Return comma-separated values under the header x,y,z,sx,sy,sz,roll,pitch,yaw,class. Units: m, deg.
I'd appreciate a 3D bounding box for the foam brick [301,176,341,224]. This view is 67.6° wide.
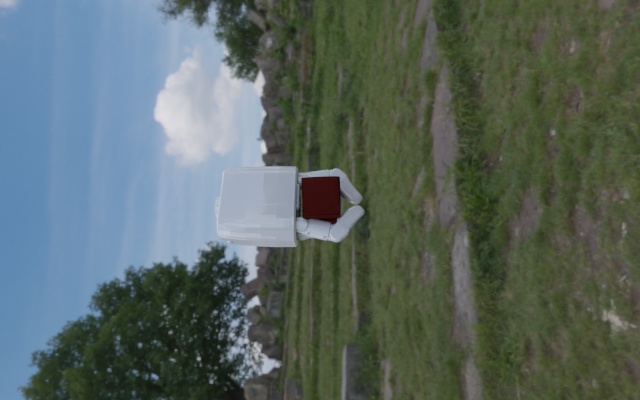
x,y,z,sx,sy,sz,roll,pitch,yaw,class
0.000,0.002,0.656,0.051,0.053,0.078,-1,-13,-1,foam brick
